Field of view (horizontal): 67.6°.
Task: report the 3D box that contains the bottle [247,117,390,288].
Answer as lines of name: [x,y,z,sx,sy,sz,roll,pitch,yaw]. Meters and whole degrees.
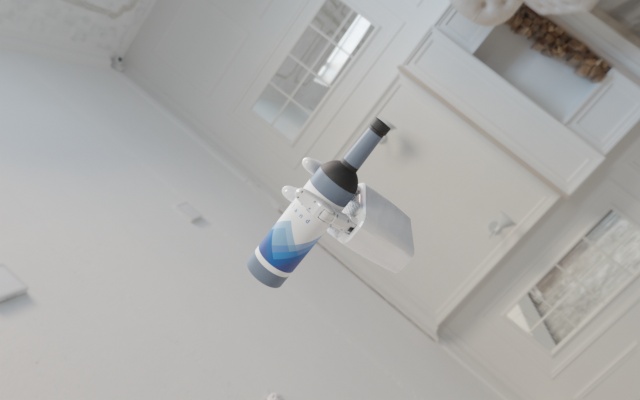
bottle: [0.000,0.002,0.708,0.069,0.296,0.069,35,16,-11]
